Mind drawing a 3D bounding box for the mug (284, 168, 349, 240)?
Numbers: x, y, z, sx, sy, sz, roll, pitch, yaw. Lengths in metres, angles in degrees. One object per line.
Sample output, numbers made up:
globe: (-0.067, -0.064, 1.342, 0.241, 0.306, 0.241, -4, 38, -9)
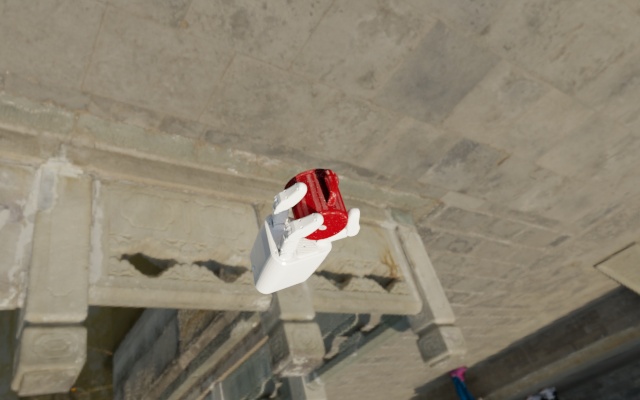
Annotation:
mug: (0.001, 0.002, 0.746, 0.093, 0.081, 0.117, 1, -38, -27)
